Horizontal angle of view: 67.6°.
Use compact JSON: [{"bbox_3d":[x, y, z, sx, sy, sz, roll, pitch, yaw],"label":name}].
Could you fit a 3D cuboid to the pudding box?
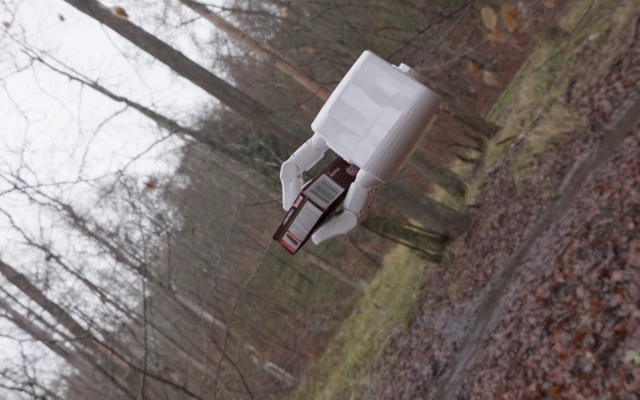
[{"bbox_3d":[0.000,0.002,0.569,0.113,0.039,0.090,-41,-12,-48],"label":"pudding box"}]
